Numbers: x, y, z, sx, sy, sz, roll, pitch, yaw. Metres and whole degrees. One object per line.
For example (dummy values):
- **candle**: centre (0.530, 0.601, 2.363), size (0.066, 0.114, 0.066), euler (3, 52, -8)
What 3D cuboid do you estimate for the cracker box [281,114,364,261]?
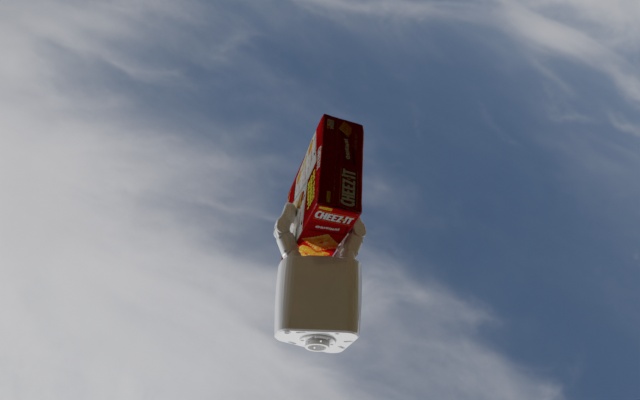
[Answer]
- **cracker box**: centre (0.000, 0.002, 0.738), size (0.072, 0.164, 0.214), euler (13, -36, -13)
